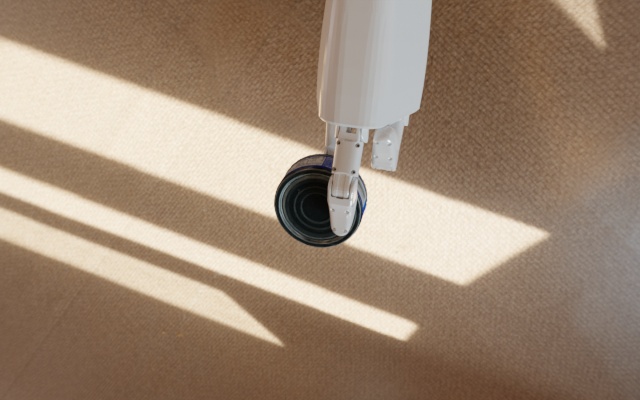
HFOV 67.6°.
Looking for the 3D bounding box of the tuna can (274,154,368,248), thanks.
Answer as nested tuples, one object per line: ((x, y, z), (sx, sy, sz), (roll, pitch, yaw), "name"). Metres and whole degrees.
((0.000, 0.002, 0.452), (0.086, 0.086, 0.033), (0, 26, 14), "tuna can")
